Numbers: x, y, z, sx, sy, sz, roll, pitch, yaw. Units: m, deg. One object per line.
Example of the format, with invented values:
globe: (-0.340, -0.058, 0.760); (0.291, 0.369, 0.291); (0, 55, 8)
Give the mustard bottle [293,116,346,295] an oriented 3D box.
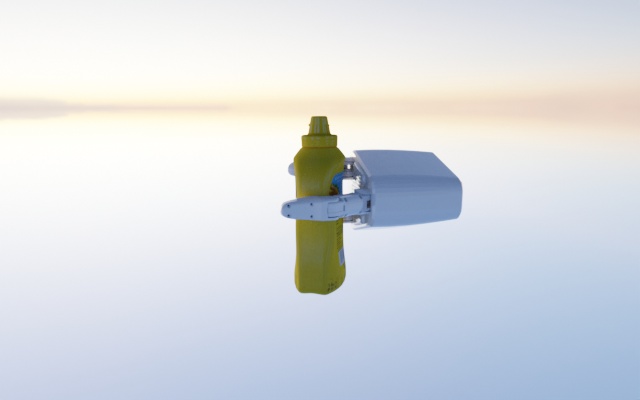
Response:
mustard bottle: (0.000, 0.002, 0.539); (0.058, 0.192, 0.096); (3, 11, 13)
